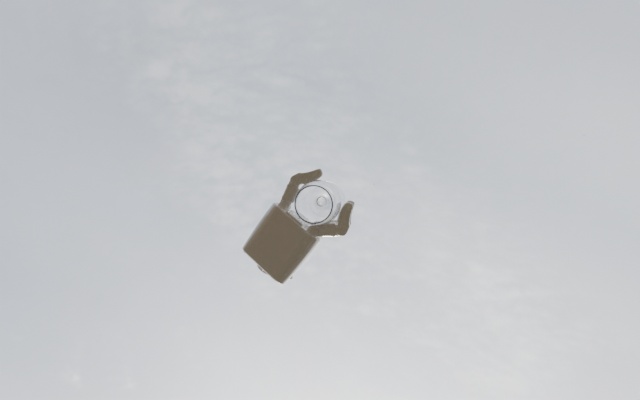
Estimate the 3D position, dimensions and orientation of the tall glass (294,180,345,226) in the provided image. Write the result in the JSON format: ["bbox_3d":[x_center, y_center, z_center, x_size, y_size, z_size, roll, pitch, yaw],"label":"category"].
[{"bbox_3d":[0.000,0.003,0.852,0.079,0.079,0.201,0,2,6],"label":"tall glass"}]
